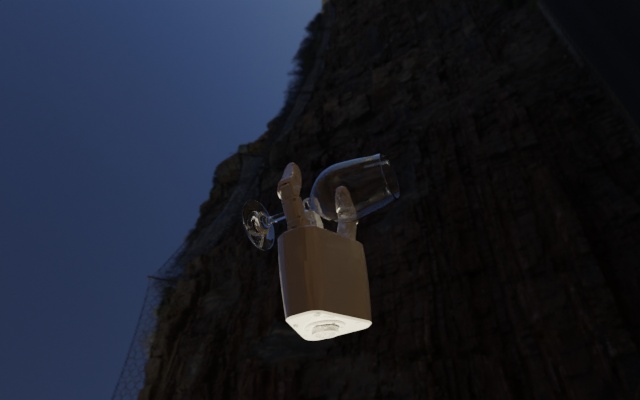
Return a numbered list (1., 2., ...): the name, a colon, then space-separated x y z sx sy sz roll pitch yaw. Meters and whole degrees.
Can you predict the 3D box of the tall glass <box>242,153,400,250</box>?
1. tall glass: -0.001 0.002 0.627 0.201 0.079 0.079 -21 -8 22
